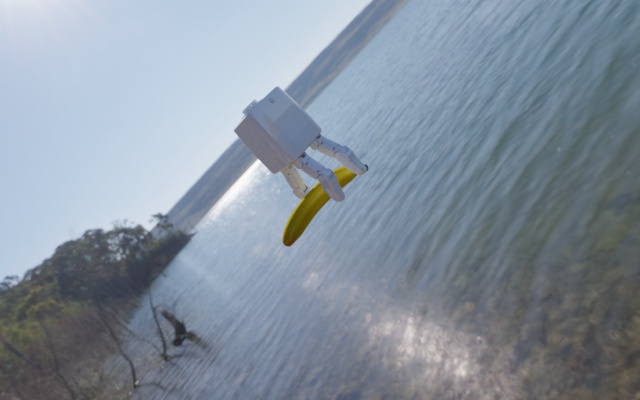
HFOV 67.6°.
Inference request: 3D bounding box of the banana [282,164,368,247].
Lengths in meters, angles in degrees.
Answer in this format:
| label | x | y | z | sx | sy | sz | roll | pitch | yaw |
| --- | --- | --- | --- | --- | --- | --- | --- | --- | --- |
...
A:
| label | x | y | z | sx | sy | sz | roll | pitch | yaw |
| --- | --- | --- | --- | --- | --- | --- | --- | --- | --- |
| banana | -0.004 | 0.000 | 0.818 | 0.197 | 0.037 | 0.069 | -46 | 15 | -15 |
